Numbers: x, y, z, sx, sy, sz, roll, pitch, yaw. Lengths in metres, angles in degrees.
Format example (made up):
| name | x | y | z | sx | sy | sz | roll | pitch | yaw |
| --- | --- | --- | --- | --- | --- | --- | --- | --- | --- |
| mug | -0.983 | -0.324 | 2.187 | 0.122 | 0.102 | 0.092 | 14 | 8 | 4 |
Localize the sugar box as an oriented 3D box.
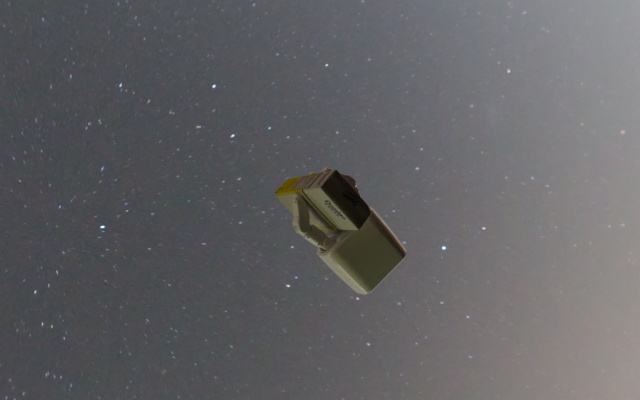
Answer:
| name | x | y | z | sx | sy | sz | roll | pitch | yaw |
| --- | --- | --- | --- | --- | --- | --- | --- | --- | --- |
| sugar box | 0.000 | 0.002 | 0.777 | 0.093 | 0.048 | 0.176 | 48 | -24 | -19 |
